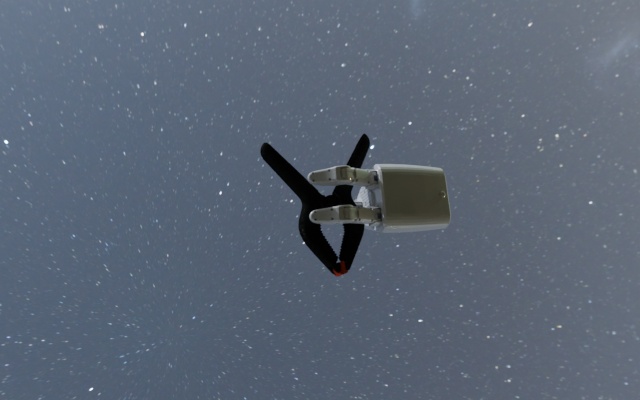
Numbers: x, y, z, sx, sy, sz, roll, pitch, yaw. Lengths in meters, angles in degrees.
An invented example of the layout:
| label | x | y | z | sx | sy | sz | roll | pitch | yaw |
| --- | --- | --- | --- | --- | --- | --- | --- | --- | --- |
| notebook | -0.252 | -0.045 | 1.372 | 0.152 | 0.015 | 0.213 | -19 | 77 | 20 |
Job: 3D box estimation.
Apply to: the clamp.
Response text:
| label | x | y | z | sx | sy | sz | roll | pitch | yaw |
| --- | --- | --- | --- | --- | --- | --- | --- | --- | --- |
| clamp | 0.000 | 0.003 | 0.678 | 0.164 | 0.210 | 0.036 | -1 | -15 | -13 |
